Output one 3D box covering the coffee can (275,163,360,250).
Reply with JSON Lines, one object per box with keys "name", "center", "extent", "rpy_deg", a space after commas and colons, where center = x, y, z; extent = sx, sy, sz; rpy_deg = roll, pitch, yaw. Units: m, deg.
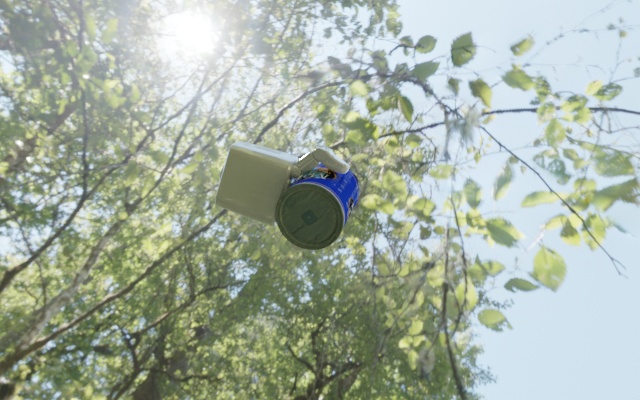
{"name": "coffee can", "center": [0.000, 0.003, 0.748], "extent": [0.103, 0.103, 0.140], "rpy_deg": [0, 19, 15]}
